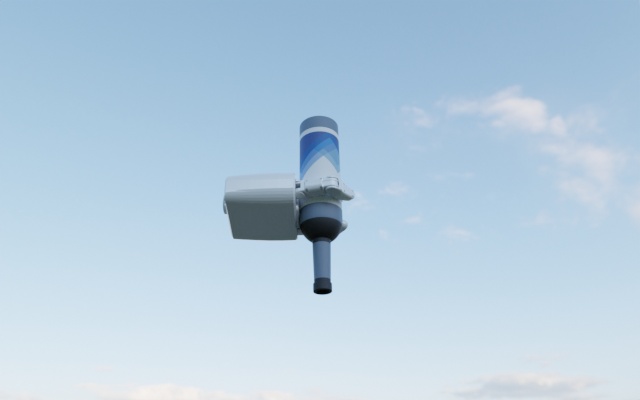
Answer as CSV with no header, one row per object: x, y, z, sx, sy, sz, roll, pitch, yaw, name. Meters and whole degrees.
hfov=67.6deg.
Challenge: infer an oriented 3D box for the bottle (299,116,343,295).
0.000,0.002,0.751,0.069,0.295,0.069,-1,-30,-1,bottle
